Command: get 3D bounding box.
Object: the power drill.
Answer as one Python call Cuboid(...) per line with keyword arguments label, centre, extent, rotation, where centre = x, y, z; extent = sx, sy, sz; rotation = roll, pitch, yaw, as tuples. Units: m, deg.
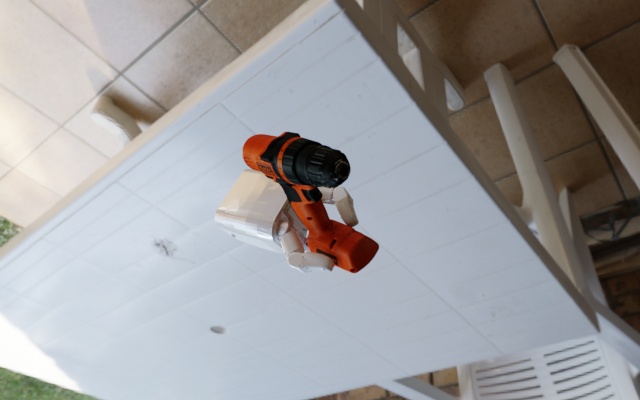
Cuboid(label="power drill", centre=(0.000, 0.002, 0.574), extent=(0.057, 0.188, 0.184), rotation=(-42, 33, -19))
